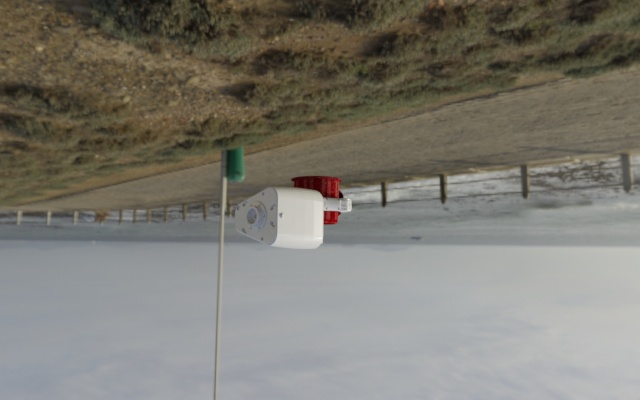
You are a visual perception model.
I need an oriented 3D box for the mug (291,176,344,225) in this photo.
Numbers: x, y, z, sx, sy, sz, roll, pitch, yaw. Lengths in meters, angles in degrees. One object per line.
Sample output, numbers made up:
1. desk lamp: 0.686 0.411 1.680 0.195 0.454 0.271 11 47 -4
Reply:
1. mug: 0.001 0.003 0.883 0.093 0.081 0.117 -4 -8 43
